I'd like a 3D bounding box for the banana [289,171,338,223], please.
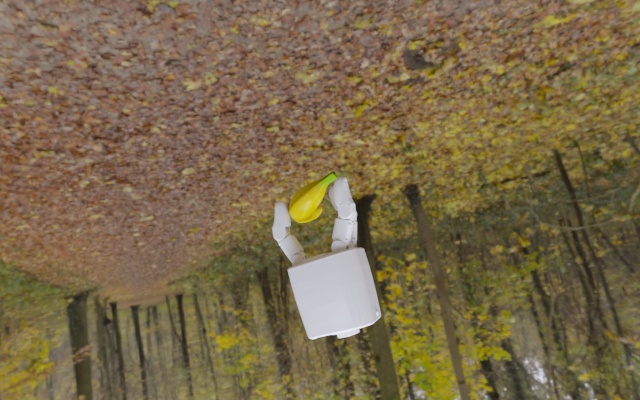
[{"bbox_3d":[-0.017,0.008,0.728,0.069,0.037,0.198,-21,-9,-12],"label":"banana"}]
